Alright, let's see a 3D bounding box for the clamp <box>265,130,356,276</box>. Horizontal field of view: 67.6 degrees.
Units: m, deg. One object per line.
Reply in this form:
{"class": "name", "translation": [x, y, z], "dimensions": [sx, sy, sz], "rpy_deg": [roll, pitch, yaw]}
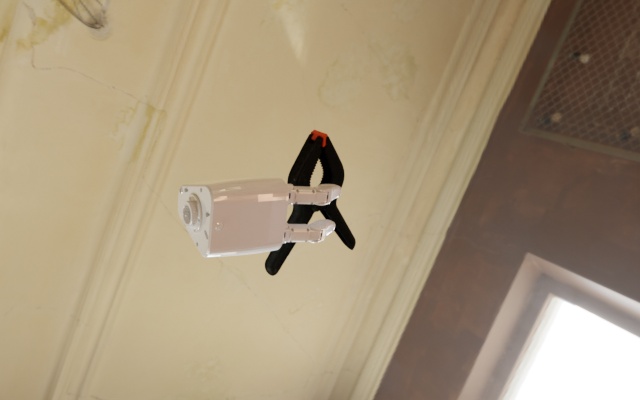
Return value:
{"class": "clamp", "translation": [-0.001, 0.002, 0.704], "dimensions": [0.164, 0.210, 0.036], "rpy_deg": [-6, 22, -39]}
